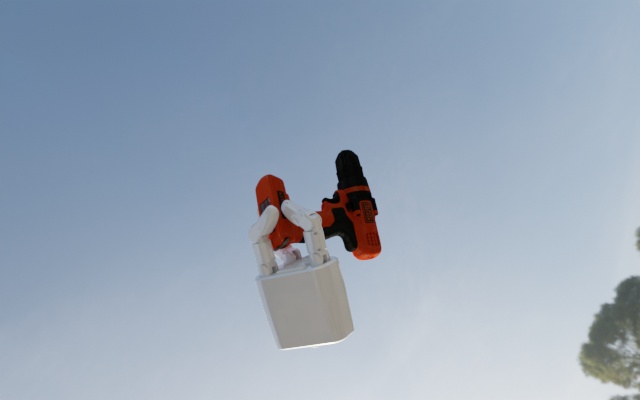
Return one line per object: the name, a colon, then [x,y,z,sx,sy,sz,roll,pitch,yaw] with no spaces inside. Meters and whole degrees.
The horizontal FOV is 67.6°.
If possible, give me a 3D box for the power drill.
power drill: [0.000,0.003,0.721,0.187,0.184,0.057,0,-24,-30]
